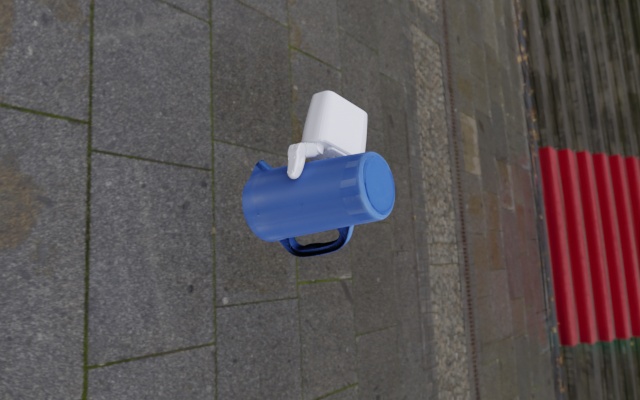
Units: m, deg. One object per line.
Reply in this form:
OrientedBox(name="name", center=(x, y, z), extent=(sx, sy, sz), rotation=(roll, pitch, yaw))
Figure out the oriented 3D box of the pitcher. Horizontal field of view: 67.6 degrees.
OrientedBox(name="pitcher", center=(0.000, 0.002, 0.804), extent=(0.243, 0.145, 0.149), rotation=(-10, -29, 37))
